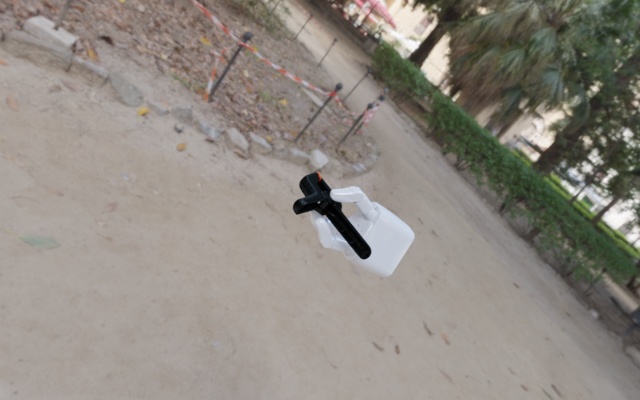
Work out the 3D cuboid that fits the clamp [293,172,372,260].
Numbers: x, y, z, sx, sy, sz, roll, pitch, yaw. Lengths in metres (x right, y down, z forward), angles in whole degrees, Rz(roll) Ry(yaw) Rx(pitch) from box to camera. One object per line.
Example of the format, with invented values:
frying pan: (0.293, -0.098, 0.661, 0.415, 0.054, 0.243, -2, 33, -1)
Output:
clamp: (0.001, 0.002, 0.832, 0.165, 0.036, 0.209, 35, 18, -33)
